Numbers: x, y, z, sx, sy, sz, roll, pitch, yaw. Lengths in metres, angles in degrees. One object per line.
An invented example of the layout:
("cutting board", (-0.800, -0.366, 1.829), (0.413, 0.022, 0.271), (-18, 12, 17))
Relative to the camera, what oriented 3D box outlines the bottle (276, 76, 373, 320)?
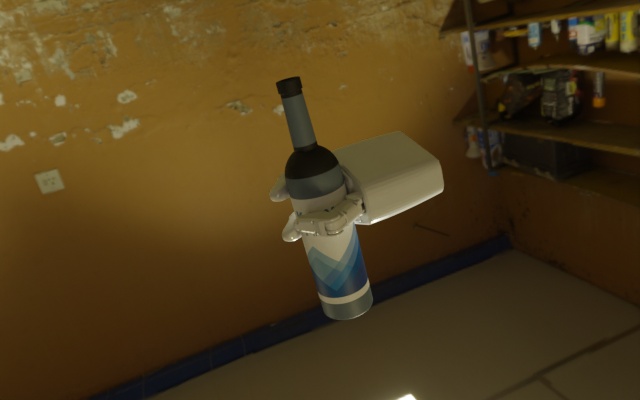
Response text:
("bottle", (0.000, 0.002, 0.569), (0.069, 0.296, 0.069), (-13, 21, 5))
